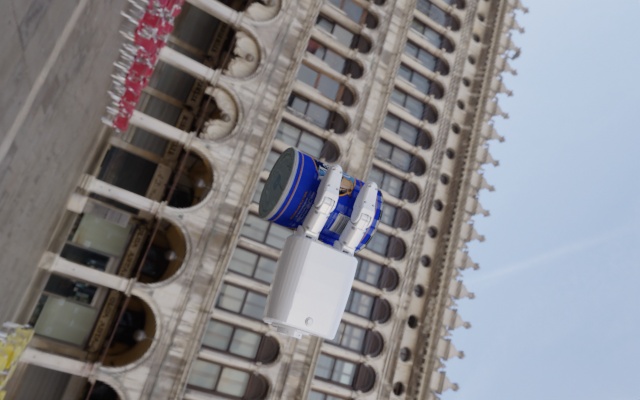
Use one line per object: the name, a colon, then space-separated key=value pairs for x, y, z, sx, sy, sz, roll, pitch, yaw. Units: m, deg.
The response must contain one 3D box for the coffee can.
coffee can: x=0.000 y=0.002 z=0.655 sx=0.140 sy=0.103 sz=0.103 roll=24 pitch=-9 yaw=-21
